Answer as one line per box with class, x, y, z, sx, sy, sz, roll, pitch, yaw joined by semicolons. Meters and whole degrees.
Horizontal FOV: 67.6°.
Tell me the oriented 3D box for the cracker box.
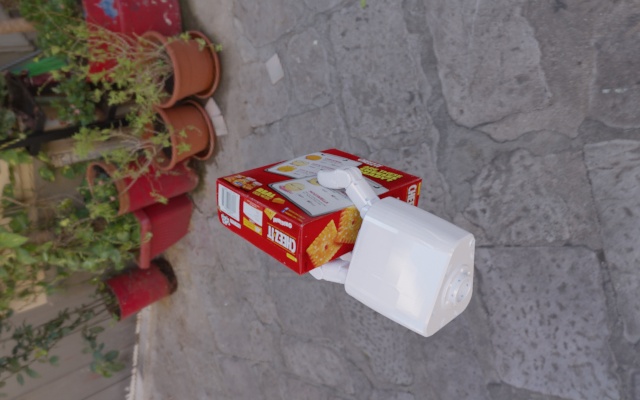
cracker box;0.000;0.002;0.617;0.213;0.072;0.164;-19;32;-41
